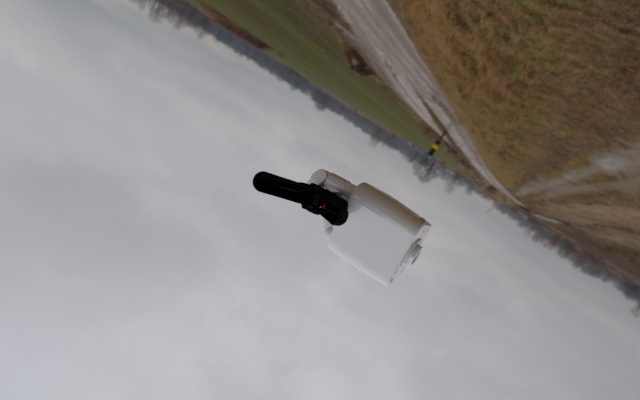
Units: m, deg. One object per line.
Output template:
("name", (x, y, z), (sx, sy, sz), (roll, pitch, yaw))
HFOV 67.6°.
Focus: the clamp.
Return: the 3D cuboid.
("clamp", (0.000, 0.003, 0.610), (0.120, 0.039, 0.171), (31, 10, 21))
